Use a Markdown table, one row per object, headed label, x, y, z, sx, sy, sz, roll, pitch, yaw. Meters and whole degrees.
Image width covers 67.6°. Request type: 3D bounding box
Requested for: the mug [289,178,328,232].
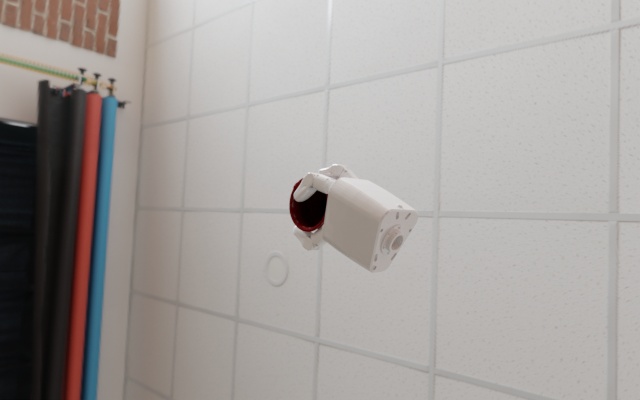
| label | x | y | z | sx | sy | sz | roll | pitch | yaw |
| --- | --- | --- | --- | --- | --- | --- | --- | --- | --- |
| mug | -0.001 | 0.002 | 0.818 | 0.081 | 0.093 | 0.117 | 7 | 23 | -46 |
